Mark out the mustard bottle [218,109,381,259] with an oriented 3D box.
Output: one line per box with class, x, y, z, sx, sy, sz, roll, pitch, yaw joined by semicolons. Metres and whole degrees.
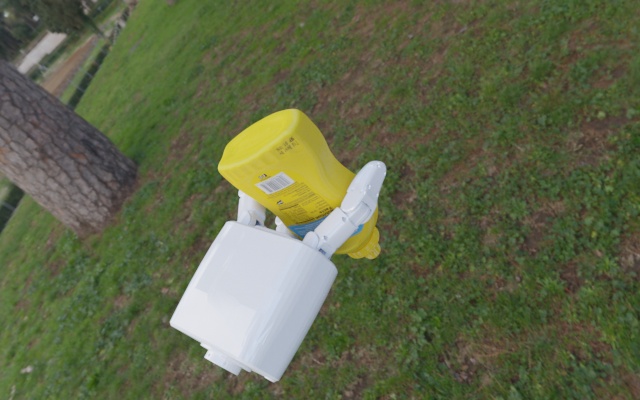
mustard bottle;0.000;0.001;0.464;0.096;0.058;0.192;-23;-50;32
